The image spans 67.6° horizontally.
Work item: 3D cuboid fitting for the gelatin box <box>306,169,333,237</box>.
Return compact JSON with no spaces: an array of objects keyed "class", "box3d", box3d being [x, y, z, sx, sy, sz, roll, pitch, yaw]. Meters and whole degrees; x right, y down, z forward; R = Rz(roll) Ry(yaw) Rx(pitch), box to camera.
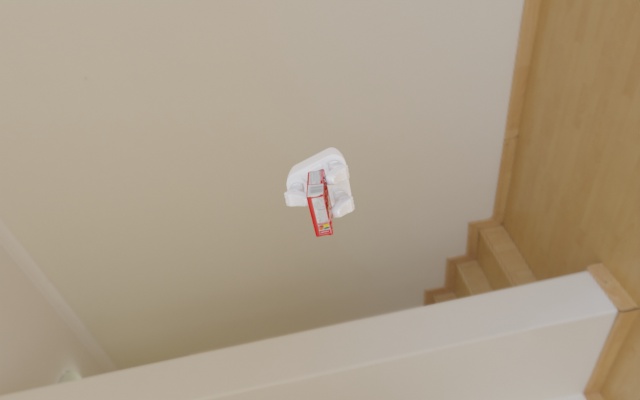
[{"class":"gelatin box","box3d":[0.000,0.003,0.750,0.030,0.073,0.089,-9,29,6]}]
